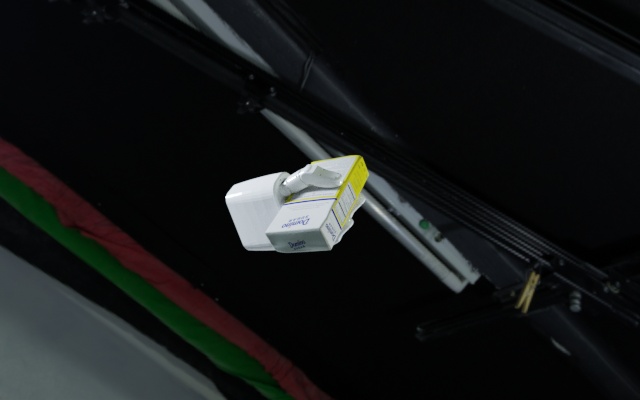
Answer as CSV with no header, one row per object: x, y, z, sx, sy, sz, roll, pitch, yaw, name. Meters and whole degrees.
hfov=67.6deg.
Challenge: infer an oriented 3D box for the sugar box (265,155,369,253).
0.000,0.003,0.698,0.093,0.048,0.176,-6,37,32,sugar box
